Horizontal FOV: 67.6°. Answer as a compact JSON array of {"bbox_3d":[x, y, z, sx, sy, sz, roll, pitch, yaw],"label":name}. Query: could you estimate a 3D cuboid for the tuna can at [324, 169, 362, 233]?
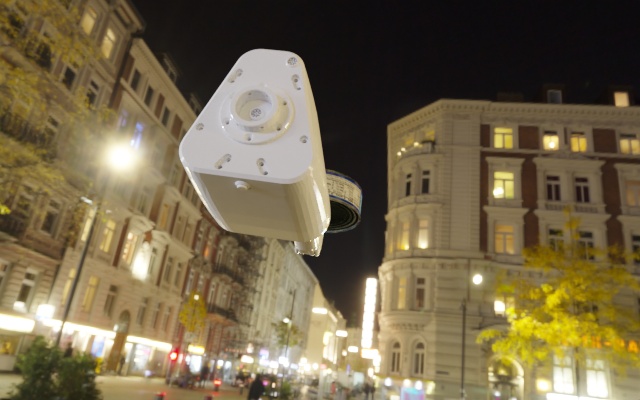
[{"bbox_3d":[0.000,0.001,0.495,0.086,0.033,0.086,7,-26,3],"label":"tuna can"}]
